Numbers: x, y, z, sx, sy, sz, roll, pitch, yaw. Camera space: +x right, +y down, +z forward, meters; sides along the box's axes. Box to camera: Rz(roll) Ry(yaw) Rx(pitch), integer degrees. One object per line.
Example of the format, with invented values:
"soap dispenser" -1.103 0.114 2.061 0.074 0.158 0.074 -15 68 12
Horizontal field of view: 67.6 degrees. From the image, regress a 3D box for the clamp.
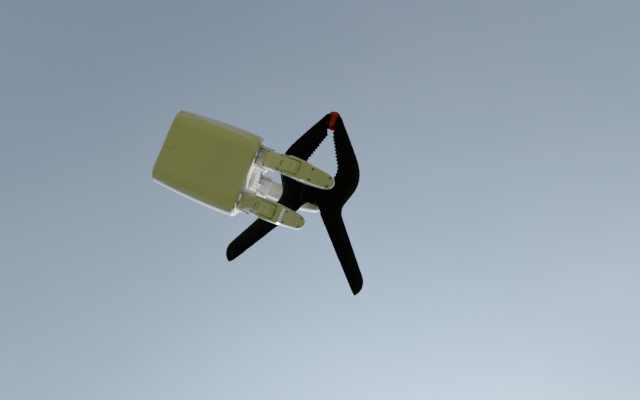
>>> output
"clamp" 0.000 0.001 0.567 0.164 0.210 0.036 22 -3 1
